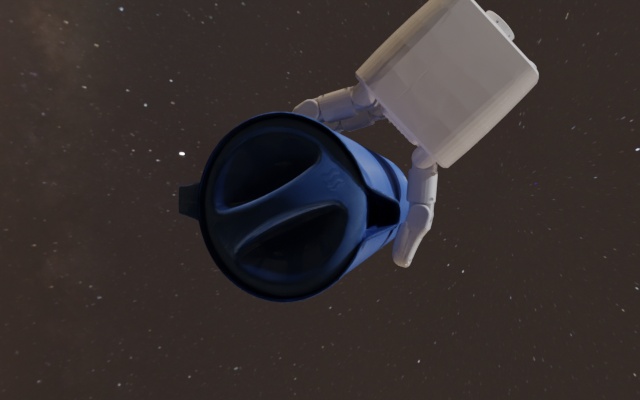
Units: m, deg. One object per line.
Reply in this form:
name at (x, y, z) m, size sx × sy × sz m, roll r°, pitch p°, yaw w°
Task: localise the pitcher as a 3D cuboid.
pitcher at (0.000, 0.001, 0.443) m, size 0.145 × 0.149 × 0.243 m, roll -45°, pitch -14°, yaw 16°
